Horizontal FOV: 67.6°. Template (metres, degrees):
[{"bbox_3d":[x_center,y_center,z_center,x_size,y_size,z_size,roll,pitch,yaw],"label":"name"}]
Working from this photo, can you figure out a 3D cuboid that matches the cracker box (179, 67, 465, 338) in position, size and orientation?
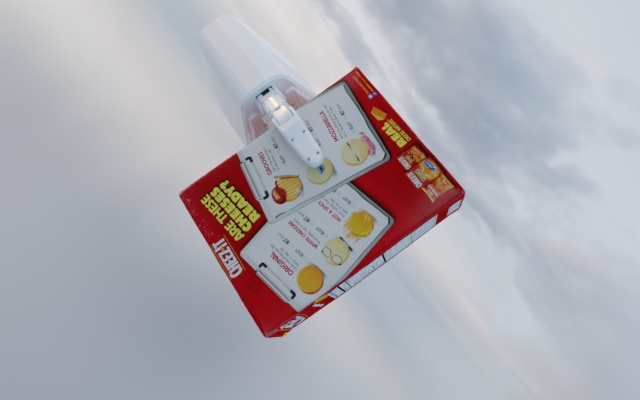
[{"bbox_3d":[0.000,0.001,0.459,0.213,0.164,0.072,-36,-20,0],"label":"cracker box"}]
